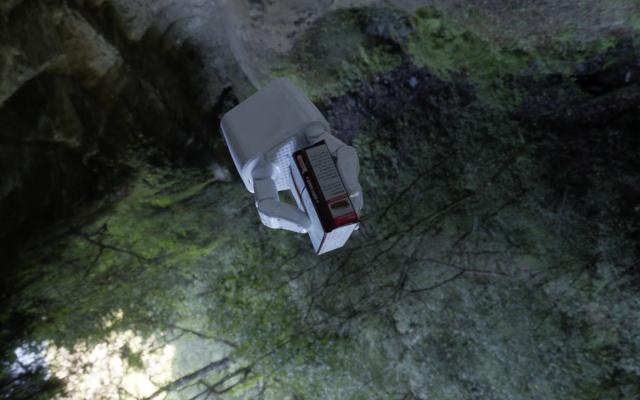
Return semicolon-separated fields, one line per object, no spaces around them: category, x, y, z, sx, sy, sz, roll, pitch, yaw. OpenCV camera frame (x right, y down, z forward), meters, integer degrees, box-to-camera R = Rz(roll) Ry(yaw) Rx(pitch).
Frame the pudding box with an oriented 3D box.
pudding box;0.000;0.002;0.497;0.039;0.090;0.113;-21;-13;-9
